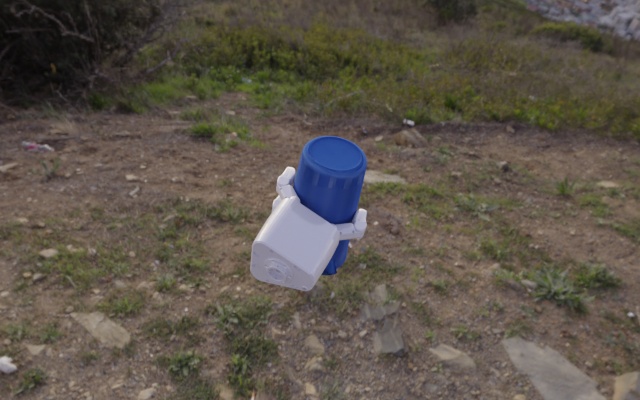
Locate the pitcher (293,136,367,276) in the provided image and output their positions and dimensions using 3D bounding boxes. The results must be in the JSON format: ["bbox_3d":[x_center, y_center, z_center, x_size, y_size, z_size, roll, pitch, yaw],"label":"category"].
[{"bbox_3d":[0.000,0.003,0.855,0.149,0.243,0.145,23,44,10],"label":"pitcher"}]
